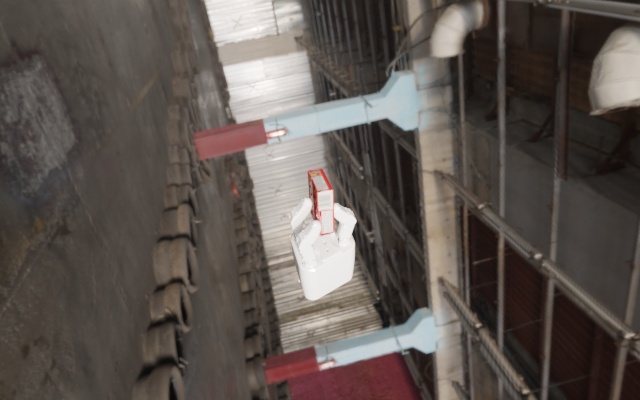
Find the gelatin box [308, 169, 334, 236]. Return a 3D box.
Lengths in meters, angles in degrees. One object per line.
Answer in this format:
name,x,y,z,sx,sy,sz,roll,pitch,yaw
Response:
gelatin box,0.001,0.002,0.804,0.030,0.089,0.073,-9,34,-10
